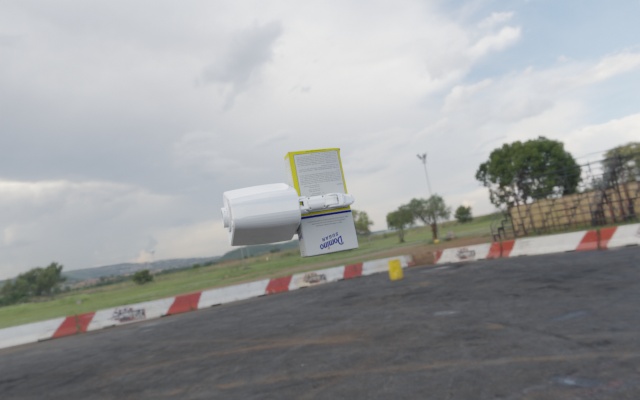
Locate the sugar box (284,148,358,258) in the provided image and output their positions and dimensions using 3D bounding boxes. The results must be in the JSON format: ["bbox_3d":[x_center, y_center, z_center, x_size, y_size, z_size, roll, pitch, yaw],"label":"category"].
[{"bbox_3d":[0.000,0.003,0.804,0.093,0.176,0.048,-7,-6,-17],"label":"sugar box"}]
